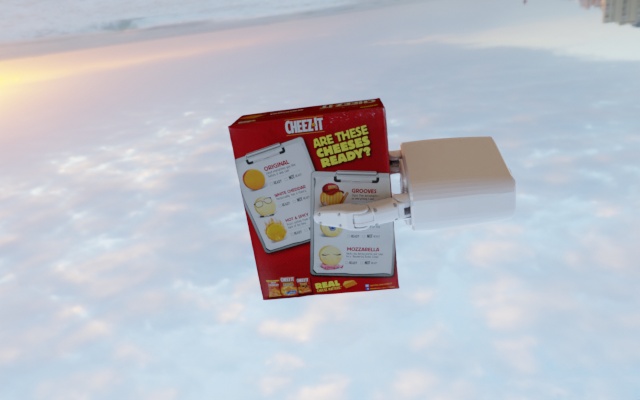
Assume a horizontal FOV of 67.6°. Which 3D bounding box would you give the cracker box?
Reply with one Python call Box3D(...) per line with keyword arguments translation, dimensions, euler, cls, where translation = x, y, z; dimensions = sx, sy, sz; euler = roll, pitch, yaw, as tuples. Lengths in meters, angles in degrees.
Box3D(translation=(0.000, 0.002, 0.547), dimensions=(0.164, 0.214, 0.072), euler=(-6, 21, 5), cls="cracker box")
